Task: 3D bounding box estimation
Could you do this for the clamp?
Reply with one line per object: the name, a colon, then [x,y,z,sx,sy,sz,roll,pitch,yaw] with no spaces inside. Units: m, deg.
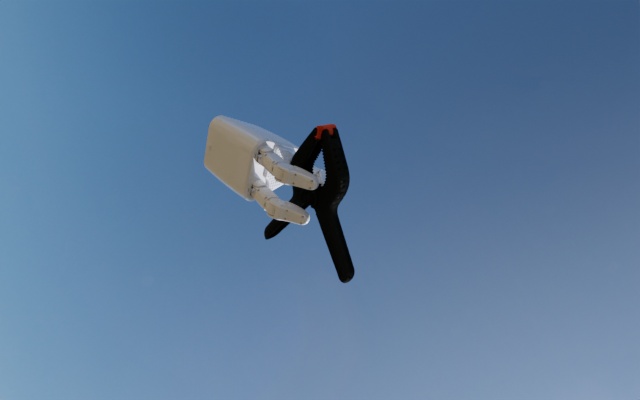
clamp: [0.001,0.001,0.656,0.164,0.210,0.036,31,30,29]
